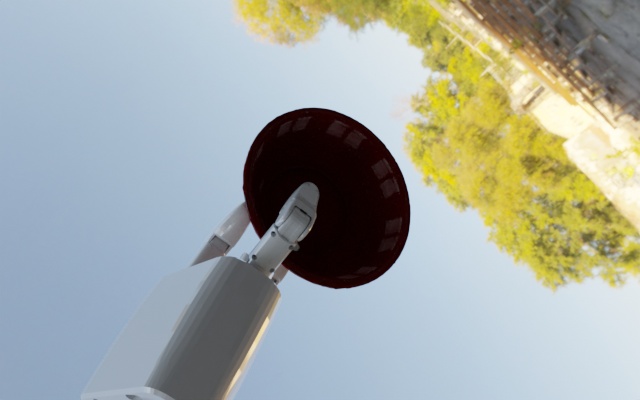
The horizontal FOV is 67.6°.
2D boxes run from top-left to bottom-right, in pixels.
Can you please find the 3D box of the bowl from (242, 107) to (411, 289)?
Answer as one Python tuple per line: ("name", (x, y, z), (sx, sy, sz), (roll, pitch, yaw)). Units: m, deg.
("bowl", (0.001, 0.001, 0.427), (0.162, 0.162, 0.055), (0, -17, -29))
